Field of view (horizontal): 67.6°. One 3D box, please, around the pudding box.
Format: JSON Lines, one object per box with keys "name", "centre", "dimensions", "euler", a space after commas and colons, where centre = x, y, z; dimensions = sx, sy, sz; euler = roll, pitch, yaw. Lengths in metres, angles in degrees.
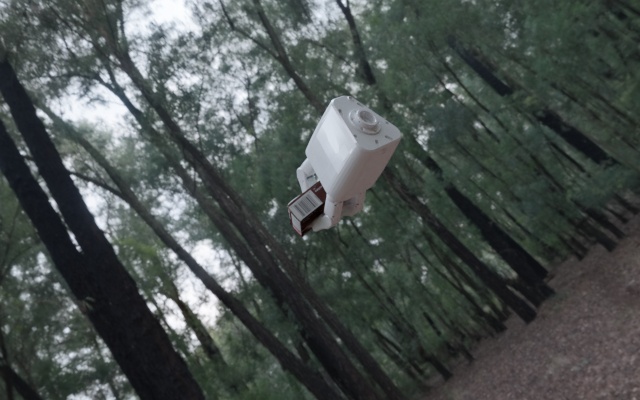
{"name": "pudding box", "centre": [0.000, 0.002, 0.787], "dimensions": [0.113, 0.039, 0.090], "euler": [-37, -17, -12]}
